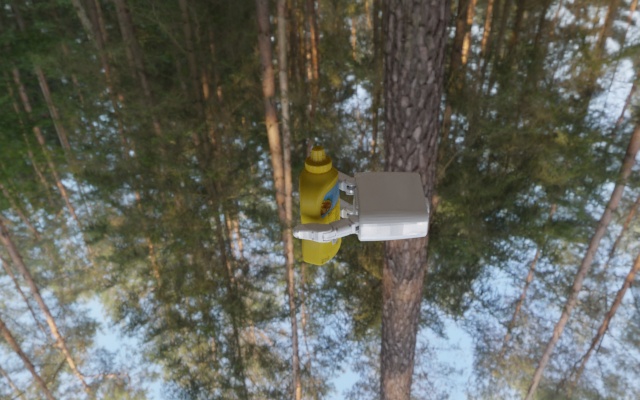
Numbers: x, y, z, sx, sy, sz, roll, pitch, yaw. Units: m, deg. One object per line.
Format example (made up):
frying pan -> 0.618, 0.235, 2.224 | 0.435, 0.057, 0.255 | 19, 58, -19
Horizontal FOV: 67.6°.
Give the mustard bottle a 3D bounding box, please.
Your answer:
mustard bottle -> 0.000, 0.003, 0.764 | 0.058, 0.192, 0.096 | 12, 35, 21
